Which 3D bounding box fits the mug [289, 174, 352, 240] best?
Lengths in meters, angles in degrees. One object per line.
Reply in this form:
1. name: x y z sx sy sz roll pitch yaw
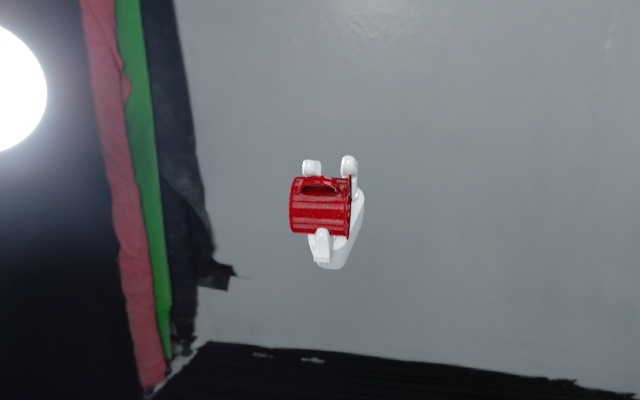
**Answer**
1. mug: 0.000 0.002 0.665 0.081 0.093 0.117 2 -28 7
